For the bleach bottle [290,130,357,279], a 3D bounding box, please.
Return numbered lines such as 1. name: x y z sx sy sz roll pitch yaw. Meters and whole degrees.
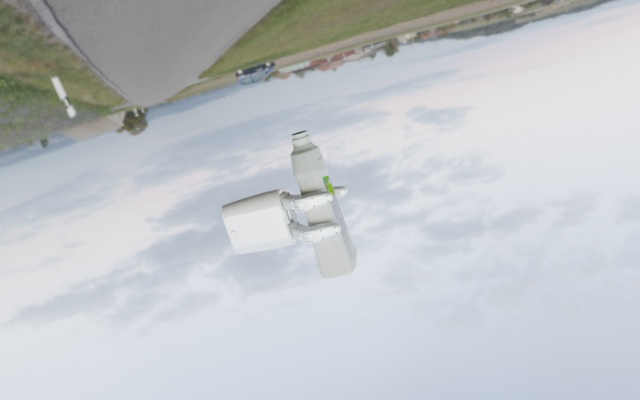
1. bleach bottle: 0.000 0.003 0.819 0.068 0.251 0.102 -14 16 10
